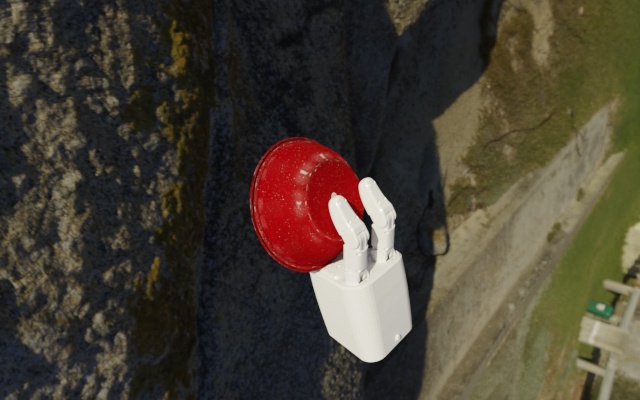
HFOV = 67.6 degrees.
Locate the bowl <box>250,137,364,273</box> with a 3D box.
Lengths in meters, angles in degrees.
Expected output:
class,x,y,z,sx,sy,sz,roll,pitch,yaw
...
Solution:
class,x,y,z,sx,sy,sz,roll,pitch,yaw
bowl,0.000,0.001,0.550,0.162,0.162,0.055,0,-6,-43
